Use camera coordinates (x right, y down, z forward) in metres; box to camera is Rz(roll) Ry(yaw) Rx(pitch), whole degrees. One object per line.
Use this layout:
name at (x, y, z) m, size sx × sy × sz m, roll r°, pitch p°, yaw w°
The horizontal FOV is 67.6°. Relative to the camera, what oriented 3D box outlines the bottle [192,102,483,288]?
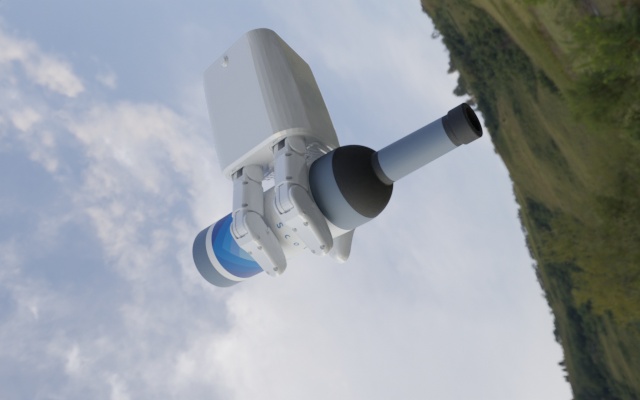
bottle at (0.000, 0.002, 0.415) m, size 0.296 × 0.069 × 0.069 m, roll -29°, pitch -17°, yaw 35°
